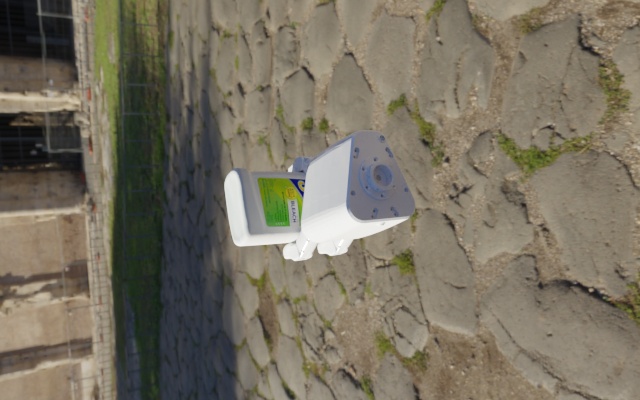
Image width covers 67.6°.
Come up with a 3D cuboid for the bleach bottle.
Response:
[{"bbox_3d":[0.000,0.002,0.667,0.251,0.102,0.068,-5,-12,-29],"label":"bleach bottle"}]
